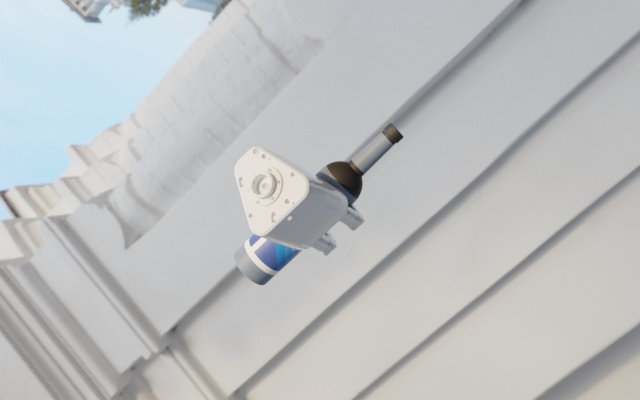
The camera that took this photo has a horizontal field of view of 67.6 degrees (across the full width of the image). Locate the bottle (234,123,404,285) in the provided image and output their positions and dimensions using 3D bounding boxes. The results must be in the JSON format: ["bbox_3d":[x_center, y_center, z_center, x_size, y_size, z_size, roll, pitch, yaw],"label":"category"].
[{"bbox_3d":[0.000,0.002,0.683,0.296,0.069,0.069,-43,-11,12],"label":"bottle"}]
